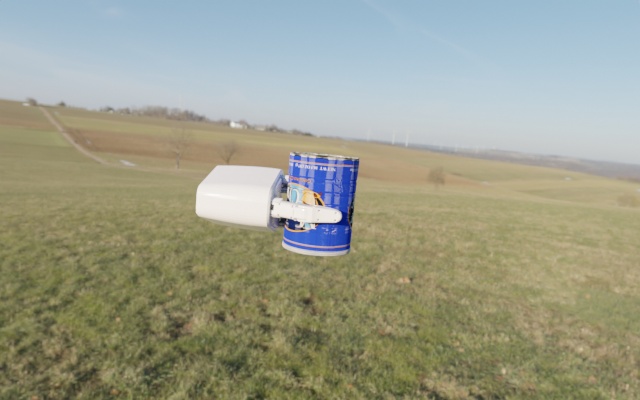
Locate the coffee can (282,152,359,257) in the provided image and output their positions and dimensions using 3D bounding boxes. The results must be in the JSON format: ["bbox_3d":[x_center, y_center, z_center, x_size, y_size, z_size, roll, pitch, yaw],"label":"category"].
[{"bbox_3d":[0.000,0.002,0.707,0.103,0.140,0.103,5,7,-1],"label":"coffee can"}]
